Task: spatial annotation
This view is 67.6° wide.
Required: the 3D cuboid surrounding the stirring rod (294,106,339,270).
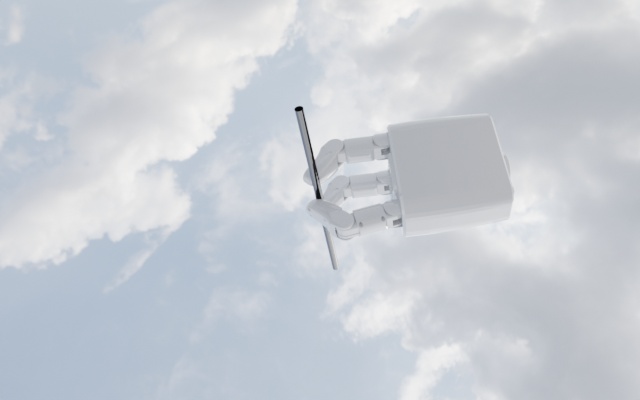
[{"bbox_3d":[0.000,0.002,0.497,0.011,0.011,0.240,0,-42,12],"label":"stirring rod"}]
